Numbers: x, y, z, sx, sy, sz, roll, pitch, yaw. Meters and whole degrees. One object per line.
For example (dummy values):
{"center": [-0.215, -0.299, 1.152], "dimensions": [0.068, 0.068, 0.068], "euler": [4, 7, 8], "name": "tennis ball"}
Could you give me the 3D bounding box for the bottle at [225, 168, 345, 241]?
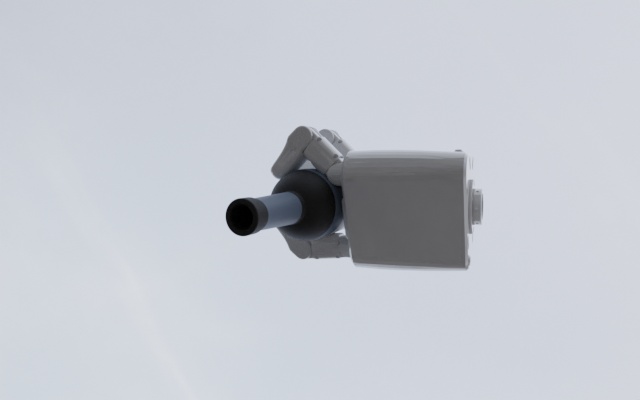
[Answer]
{"center": [0.000, 0.002, 0.473], "dimensions": [0.069, 0.069, 0.295], "euler": [0, 4, 22], "name": "bottle"}
